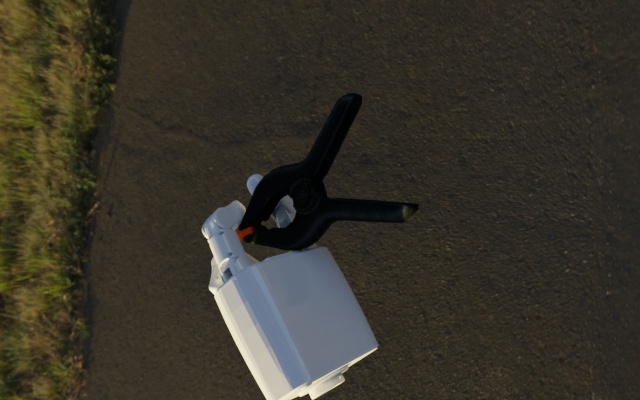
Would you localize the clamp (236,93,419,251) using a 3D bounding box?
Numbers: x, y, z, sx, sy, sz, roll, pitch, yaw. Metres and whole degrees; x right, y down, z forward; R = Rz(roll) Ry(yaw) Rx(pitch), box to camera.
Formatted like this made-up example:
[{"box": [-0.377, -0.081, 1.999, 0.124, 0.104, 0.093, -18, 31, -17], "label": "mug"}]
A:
[{"box": [0.000, 0.001, 0.427, 0.171, 0.120, 0.039, -41, -23, 24], "label": "clamp"}]
